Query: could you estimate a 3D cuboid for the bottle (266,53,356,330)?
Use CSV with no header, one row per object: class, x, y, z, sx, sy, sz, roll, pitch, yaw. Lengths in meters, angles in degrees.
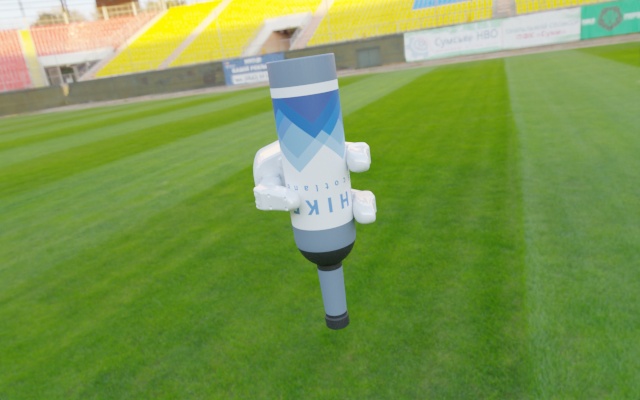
bottle,0.000,0.001,0.504,0.069,0.296,0.069,-7,17,2
